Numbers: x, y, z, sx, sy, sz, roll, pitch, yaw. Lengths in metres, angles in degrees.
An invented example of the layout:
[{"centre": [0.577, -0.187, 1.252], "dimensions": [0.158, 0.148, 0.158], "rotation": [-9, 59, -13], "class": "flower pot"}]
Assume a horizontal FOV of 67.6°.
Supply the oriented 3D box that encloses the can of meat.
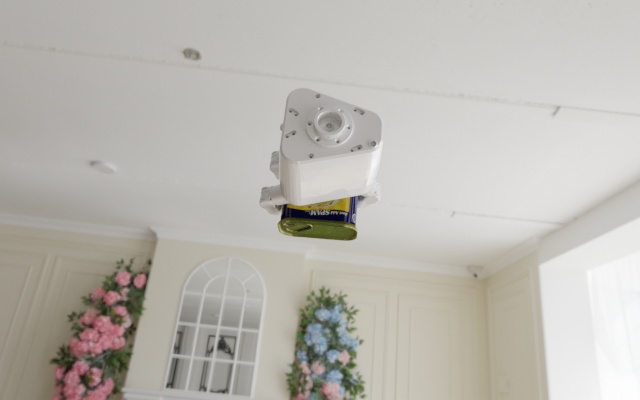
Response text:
[{"centre": [0.000, 0.002, 0.623], "dimensions": [0.102, 0.084, 0.057], "rotation": [4, -22, 3], "class": "can of meat"}]
